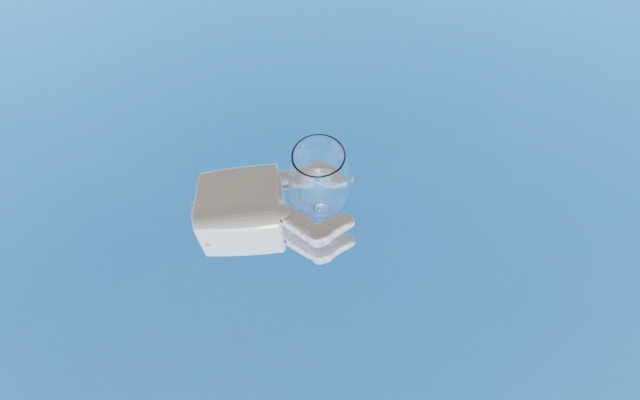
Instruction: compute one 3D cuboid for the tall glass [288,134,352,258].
[{"bbox_3d":[0.000,0.002,0.618,0.079,0.079,0.201,0,-32,1],"label":"tall glass"}]
